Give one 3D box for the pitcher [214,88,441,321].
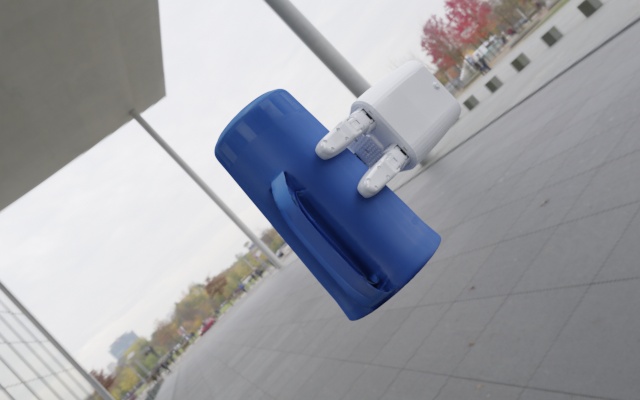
[{"bbox_3d":[0.000,0.002,0.508,0.145,0.243,0.149,-43,-1,-26],"label":"pitcher"}]
